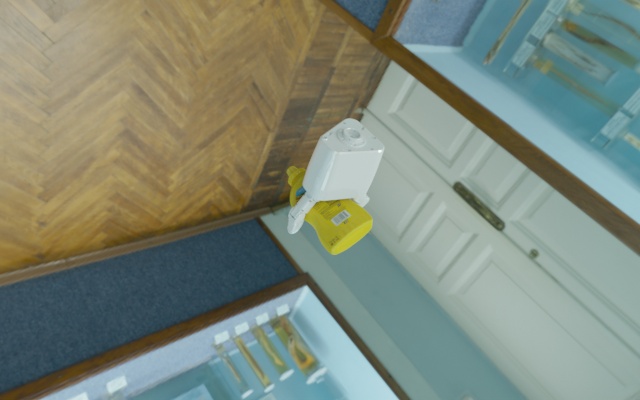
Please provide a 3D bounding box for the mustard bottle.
[{"bbox_3d":[0.000,0.003,0.871,0.096,0.191,0.058,-35,-27,-15],"label":"mustard bottle"}]
